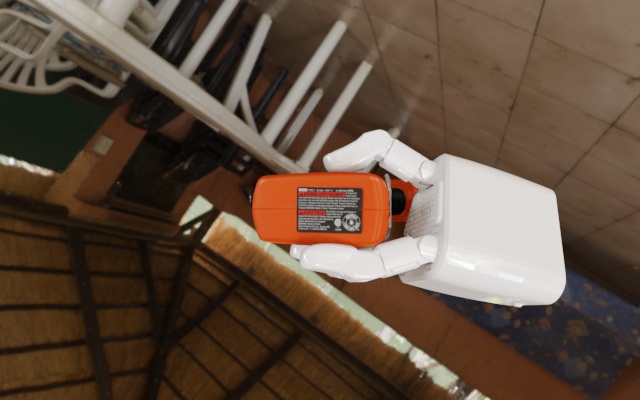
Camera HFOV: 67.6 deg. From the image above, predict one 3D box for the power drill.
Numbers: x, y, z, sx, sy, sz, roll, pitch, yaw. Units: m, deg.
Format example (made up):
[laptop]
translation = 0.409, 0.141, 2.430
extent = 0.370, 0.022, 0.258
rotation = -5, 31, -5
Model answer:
[power drill]
translation = 0.000, 0.002, 0.450
extent = 0.184, 0.057, 0.187
rotation = -1, 4, 11
